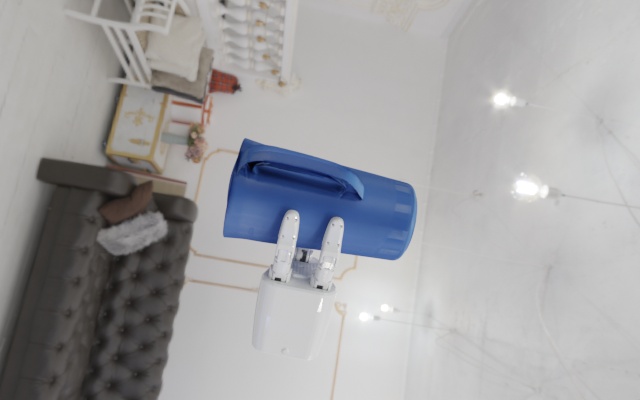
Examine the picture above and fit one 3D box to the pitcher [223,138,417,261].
[{"bbox_3d":[0.000,0.002,0.628,0.243,0.145,0.149,11,17,-5],"label":"pitcher"}]
